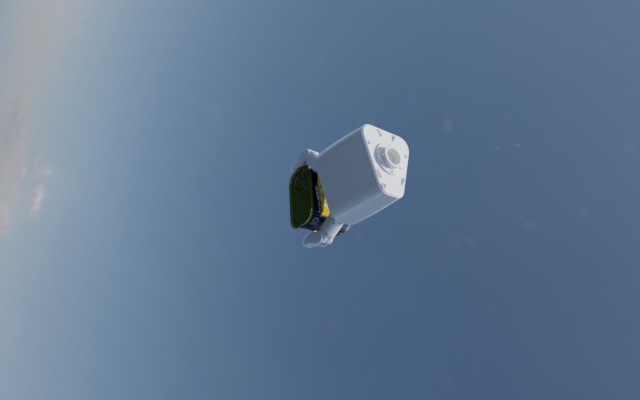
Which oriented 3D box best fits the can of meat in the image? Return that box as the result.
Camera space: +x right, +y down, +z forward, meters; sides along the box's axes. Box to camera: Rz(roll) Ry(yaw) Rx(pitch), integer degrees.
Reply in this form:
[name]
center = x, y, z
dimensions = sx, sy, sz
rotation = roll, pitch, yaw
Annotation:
[can of meat]
center = 0.000, 0.003, 0.773
dimensions = 0.084, 0.102, 0.057
rotation = 15, -33, -33
